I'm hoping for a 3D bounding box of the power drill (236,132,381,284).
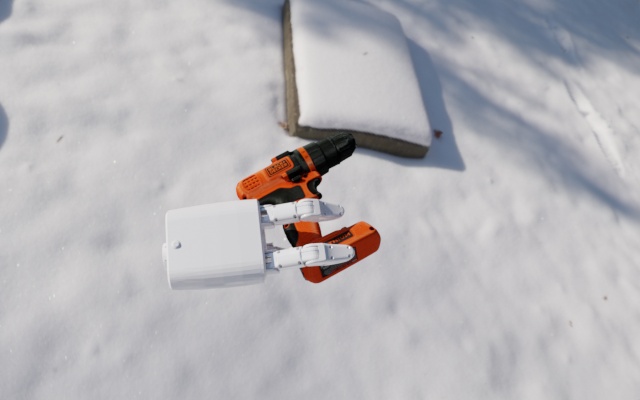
[{"bbox_3d":[0.000,0.002,0.633,0.184,0.187,0.057,-29,-36,-7],"label":"power drill"}]
